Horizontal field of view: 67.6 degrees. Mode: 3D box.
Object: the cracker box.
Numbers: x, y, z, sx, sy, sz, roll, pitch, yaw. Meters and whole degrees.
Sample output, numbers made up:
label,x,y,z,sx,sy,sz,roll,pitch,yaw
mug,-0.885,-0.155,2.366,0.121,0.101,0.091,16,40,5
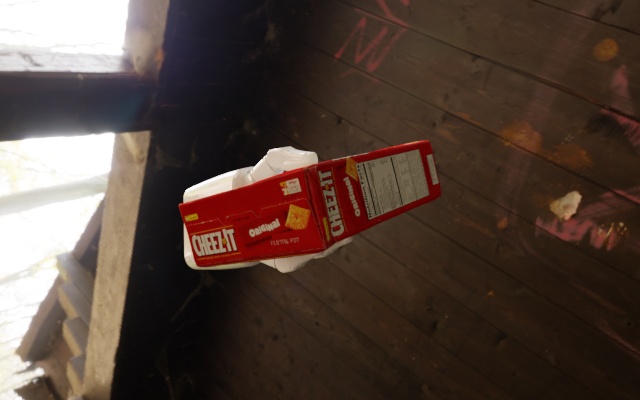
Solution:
label,x,y,z,sx,sy,sz,roll,pitch,yaw
cracker box,0.000,0.001,0.476,0.164,0.072,0.213,-13,3,39
